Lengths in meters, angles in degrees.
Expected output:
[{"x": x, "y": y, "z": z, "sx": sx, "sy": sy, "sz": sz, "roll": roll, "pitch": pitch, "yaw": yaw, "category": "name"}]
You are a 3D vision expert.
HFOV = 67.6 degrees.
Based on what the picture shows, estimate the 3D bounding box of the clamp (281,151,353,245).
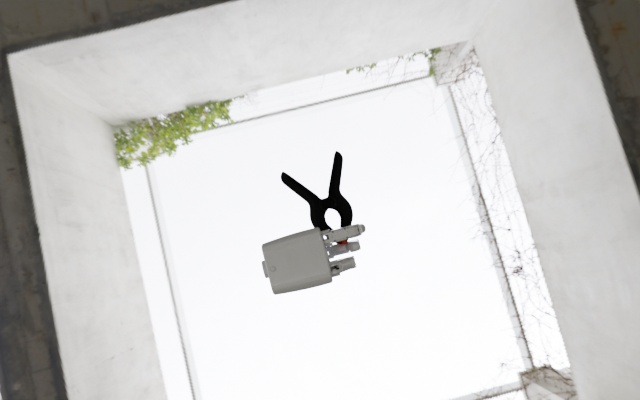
[{"x": 0.000, "y": 0.003, "z": 0.870, "sx": 0.120, "sy": 0.171, "sz": 0.039, "roll": -14, "pitch": -6, "yaw": -2, "category": "clamp"}]
